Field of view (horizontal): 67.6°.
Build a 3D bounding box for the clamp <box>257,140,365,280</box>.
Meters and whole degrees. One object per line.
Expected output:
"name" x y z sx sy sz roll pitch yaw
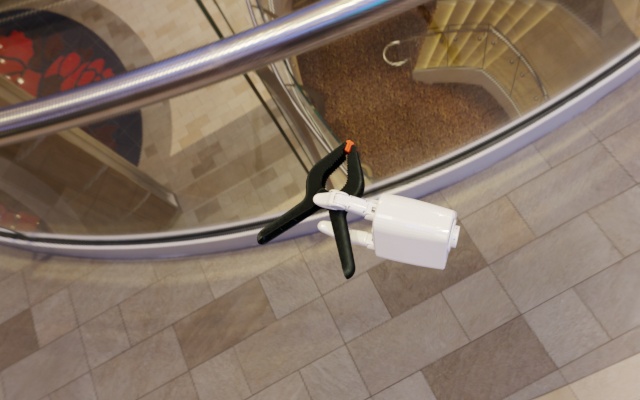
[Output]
"clamp" 0.000 0.002 0.739 0.164 0.210 0.036 12 -16 19
